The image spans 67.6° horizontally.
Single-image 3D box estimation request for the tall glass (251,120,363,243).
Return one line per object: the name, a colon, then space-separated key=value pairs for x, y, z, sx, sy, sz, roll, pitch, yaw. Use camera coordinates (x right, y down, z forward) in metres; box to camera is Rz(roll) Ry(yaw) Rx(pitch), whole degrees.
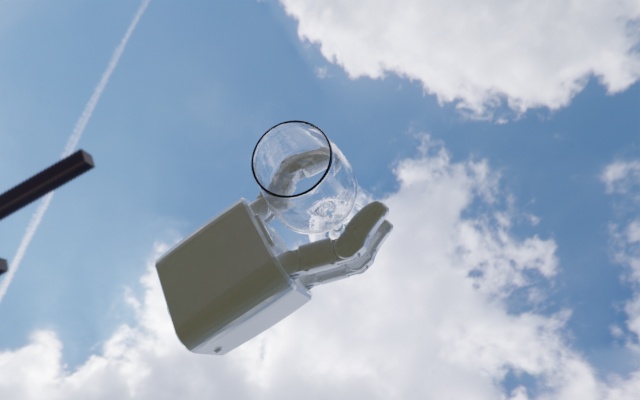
tall glass: x=0.000 y=0.002 z=0.438 sx=0.079 sy=0.079 sz=0.201 roll=0 pitch=-19 yaw=13
